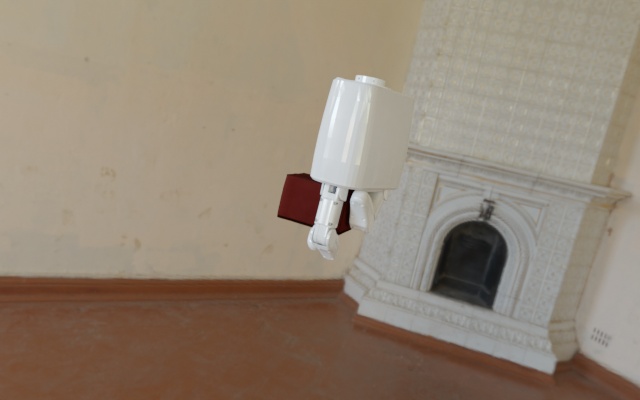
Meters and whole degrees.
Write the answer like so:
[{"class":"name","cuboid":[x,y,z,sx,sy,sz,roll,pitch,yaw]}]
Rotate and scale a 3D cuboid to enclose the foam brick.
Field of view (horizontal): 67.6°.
[{"class":"foam brick","cuboid":[0.000,0.002,0.543,0.078,0.051,0.053,15,11,21]}]
